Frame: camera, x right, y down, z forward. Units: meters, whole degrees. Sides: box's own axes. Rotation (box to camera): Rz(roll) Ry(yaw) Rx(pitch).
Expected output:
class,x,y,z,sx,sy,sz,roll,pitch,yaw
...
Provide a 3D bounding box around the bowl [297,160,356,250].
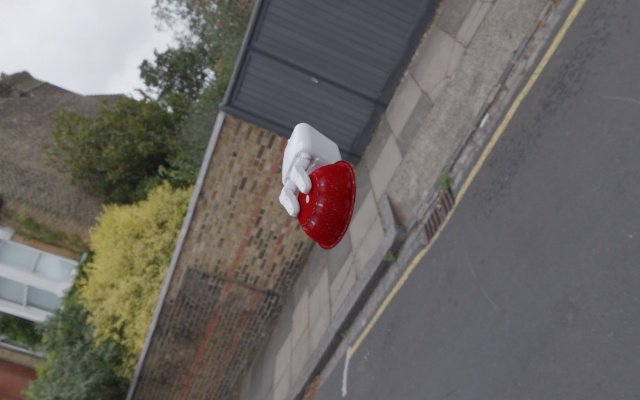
class,x,y,z,sx,sy,sz,roll,pitch,yaw
bowl,0.000,0.003,0.835,0.055,0.162,0.162,12,-5,-23
